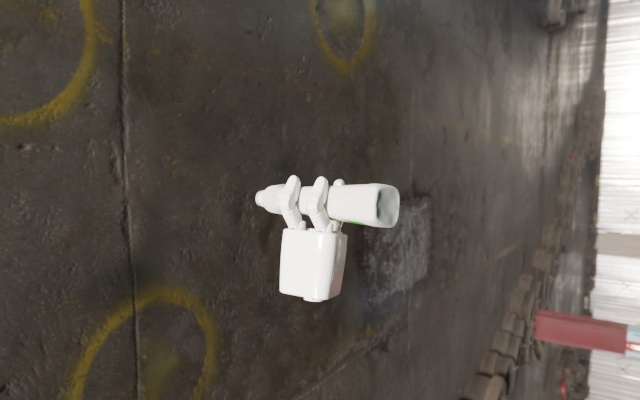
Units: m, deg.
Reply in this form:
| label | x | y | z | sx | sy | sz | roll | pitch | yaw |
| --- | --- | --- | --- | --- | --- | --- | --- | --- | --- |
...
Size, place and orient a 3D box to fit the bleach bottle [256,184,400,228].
| label | x | y | z | sx | sy | sz | roll | pitch | yaw |
| --- | --- | --- | --- | --- | --- | --- | --- | --- | --- |
| bleach bottle | 0.000 | 0.003 | 0.814 | 0.251 | 0.068 | 0.102 | 3 | -3 | 33 |
